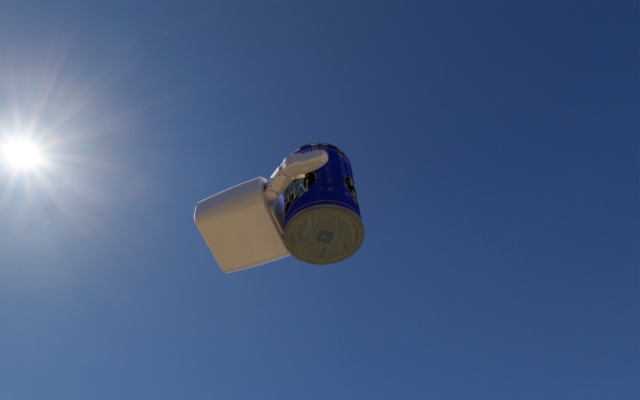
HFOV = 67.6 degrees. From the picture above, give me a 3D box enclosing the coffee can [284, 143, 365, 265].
[{"bbox_3d":[0.000,0.002,0.654,0.103,0.103,0.140,0,40,-5],"label":"coffee can"}]
